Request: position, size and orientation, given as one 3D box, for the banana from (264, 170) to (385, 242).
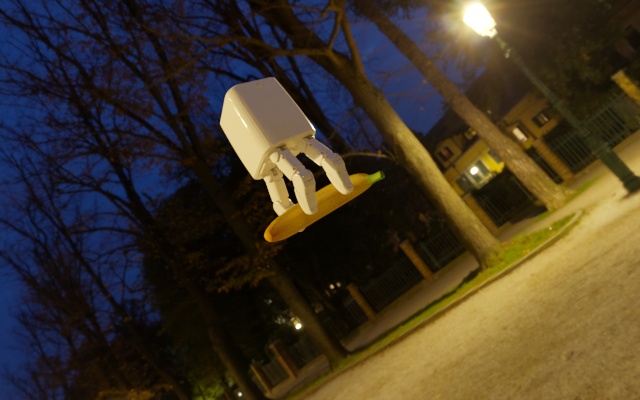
[{"bbox_3d":[-0.001,0.005,0.693,0.198,0.037,0.070,-31,-5,-18],"label":"banana"}]
